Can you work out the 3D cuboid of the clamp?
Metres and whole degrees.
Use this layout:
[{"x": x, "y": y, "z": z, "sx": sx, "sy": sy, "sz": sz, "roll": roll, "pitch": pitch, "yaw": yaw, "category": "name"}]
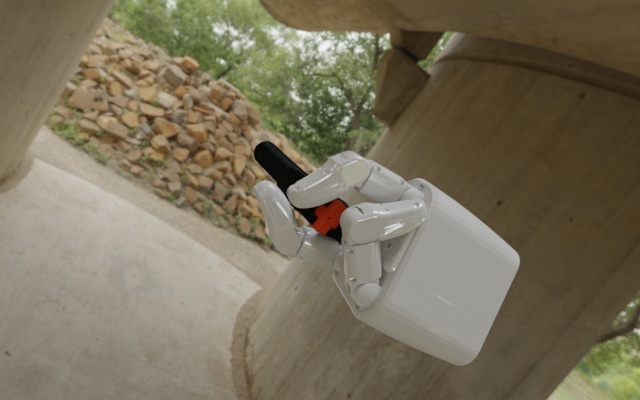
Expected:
[{"x": 0.000, "y": 0.001, "z": 0.429, "sx": 0.120, "sy": 0.039, "sz": 0.171, "roll": 32, "pitch": 8, "yaw": -23, "category": "clamp"}]
